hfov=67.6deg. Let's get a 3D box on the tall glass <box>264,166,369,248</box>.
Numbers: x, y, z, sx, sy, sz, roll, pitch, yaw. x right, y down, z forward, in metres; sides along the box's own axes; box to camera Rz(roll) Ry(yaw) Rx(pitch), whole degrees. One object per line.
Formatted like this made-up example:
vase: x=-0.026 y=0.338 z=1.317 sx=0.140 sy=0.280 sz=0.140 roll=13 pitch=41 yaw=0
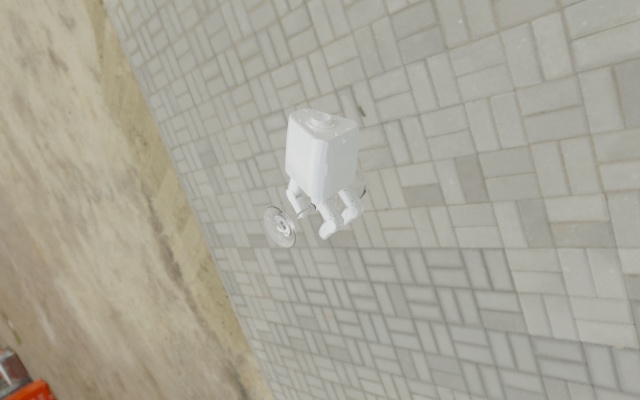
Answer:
tall glass: x=0.000 y=0.003 z=0.827 sx=0.079 sy=0.079 sz=0.201 roll=0 pitch=24 yaw=47
